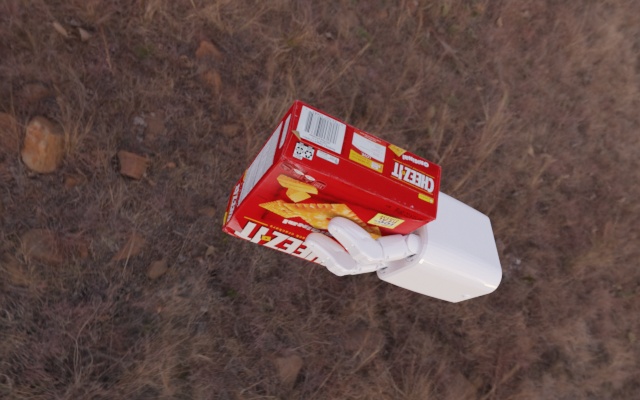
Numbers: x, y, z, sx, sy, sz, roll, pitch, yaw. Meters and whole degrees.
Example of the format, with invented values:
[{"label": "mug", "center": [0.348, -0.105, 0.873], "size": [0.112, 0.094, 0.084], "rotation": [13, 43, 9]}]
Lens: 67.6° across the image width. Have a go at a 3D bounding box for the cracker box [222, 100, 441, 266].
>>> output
[{"label": "cracker box", "center": [0.000, 0.002, 0.526], "size": [0.164, 0.072, 0.214], "rotation": [22, -29, -17]}]
